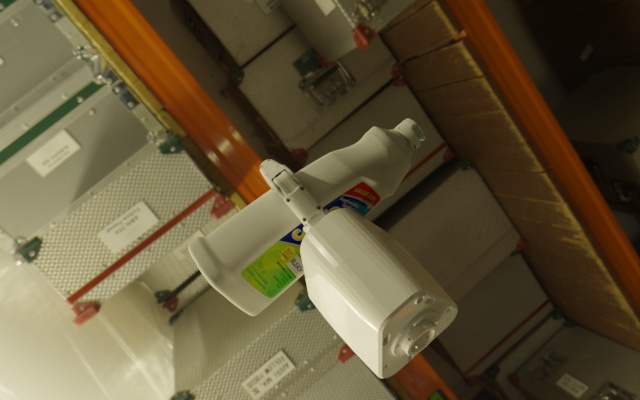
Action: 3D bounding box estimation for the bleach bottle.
[{"bbox_3d":[0.000,0.002,0.475,0.068,0.251,0.103,45,-8,39],"label":"bleach bottle"}]
